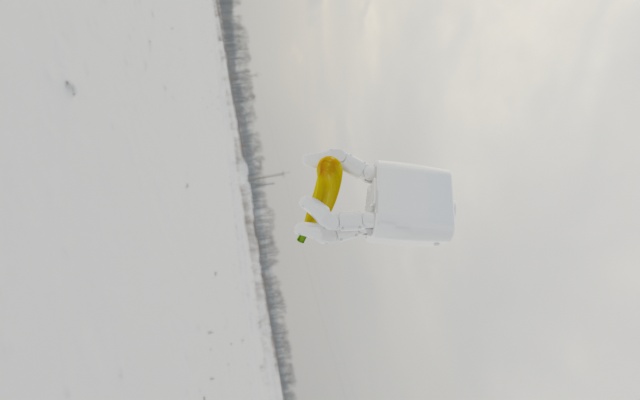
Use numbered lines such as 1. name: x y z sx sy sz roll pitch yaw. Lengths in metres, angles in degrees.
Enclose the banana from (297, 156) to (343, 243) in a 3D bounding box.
1. banana: 0.005 -0.010 0.672 0.037 0.069 0.198 20 -36 3
